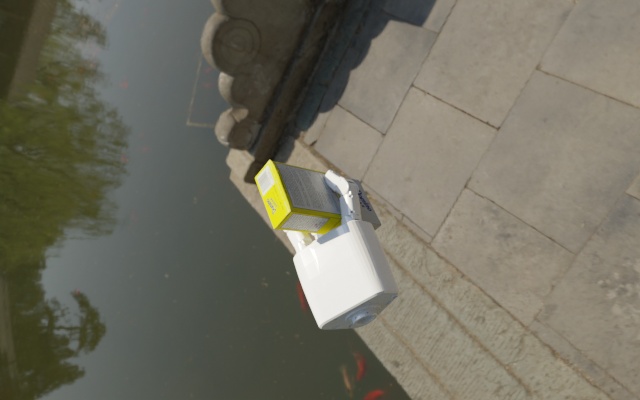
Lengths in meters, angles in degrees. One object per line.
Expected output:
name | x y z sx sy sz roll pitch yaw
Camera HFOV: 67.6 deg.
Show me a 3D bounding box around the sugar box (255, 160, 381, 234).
sugar box | 0.000 0.003 0.681 0.176 0.093 0.048 13 -47 -43
